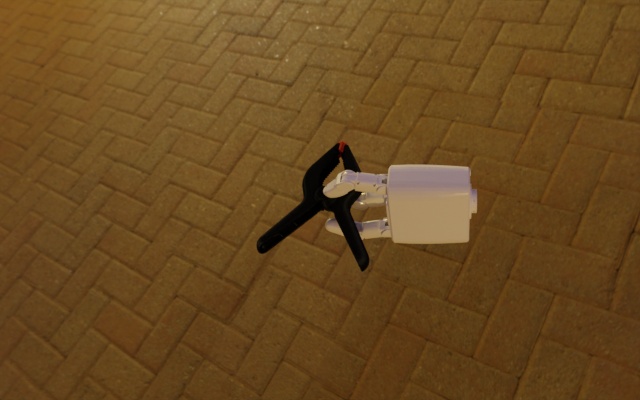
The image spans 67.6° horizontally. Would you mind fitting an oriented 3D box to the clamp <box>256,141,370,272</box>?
[{"bbox_3d":[0.000,0.001,0.705,0.164,0.209,0.036,2,-32,14],"label":"clamp"}]
